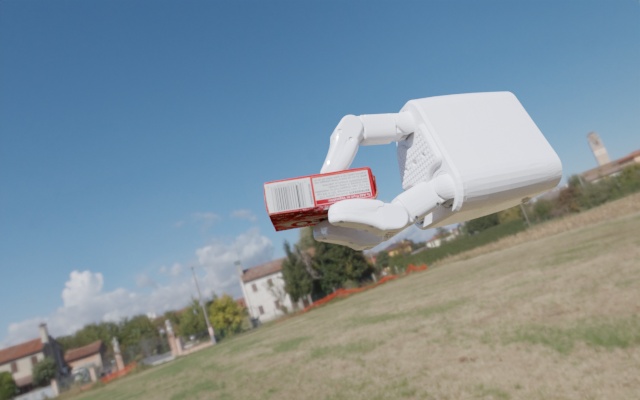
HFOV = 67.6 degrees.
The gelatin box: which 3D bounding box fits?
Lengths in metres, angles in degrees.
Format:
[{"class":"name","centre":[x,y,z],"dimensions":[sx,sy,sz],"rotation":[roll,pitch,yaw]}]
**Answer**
[{"class":"gelatin box","centre":[0.000,0.001,0.407],"dimensions":[0.089,0.030,0.073],"rotation":[-9,-13,-3]}]
